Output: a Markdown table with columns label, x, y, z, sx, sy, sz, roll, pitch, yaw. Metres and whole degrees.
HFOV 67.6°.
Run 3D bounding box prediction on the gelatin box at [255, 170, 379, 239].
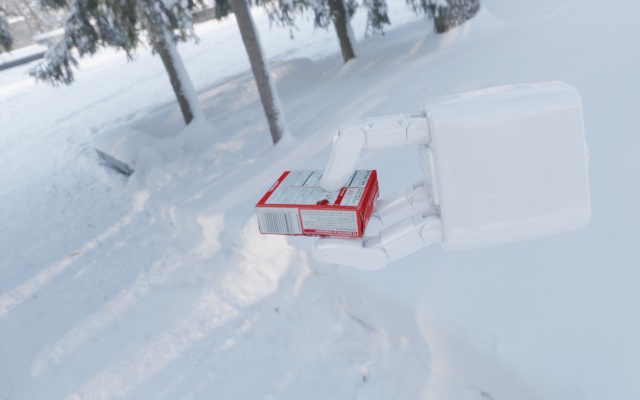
| label | x | y | z | sx | sy | sz | roll | pitch | yaw |
| --- | --- | --- | --- | --- | --- | --- | --- | --- | --- |
| gelatin box | 0.000 | 0.001 | 0.403 | 0.089 | 0.030 | 0.073 | 1 | 27 | 16 |
